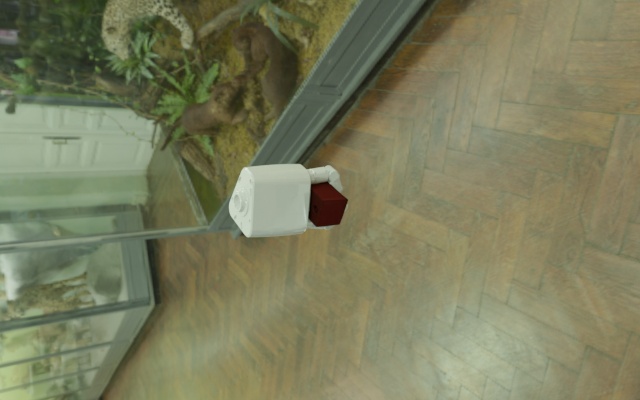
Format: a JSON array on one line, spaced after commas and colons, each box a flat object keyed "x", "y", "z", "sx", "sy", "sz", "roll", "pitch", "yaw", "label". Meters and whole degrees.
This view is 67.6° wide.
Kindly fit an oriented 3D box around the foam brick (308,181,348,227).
[{"x": 0.000, "y": 0.003, "z": 0.821, "sx": 0.051, "sy": 0.053, "sz": 0.078, "roll": -4, "pitch": 32, "yaw": -34, "label": "foam brick"}]
